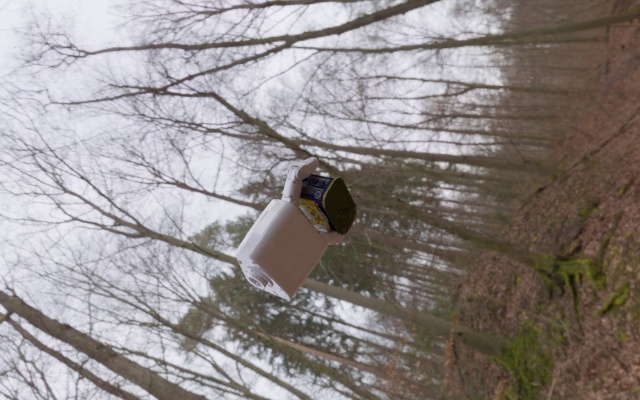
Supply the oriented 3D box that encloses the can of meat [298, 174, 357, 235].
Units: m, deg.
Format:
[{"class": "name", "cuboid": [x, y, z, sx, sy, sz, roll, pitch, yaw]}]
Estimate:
[{"class": "can of meat", "cuboid": [0.000, 0.002, 0.769, 0.084, 0.057, 0.102, 13, -31, 35]}]
